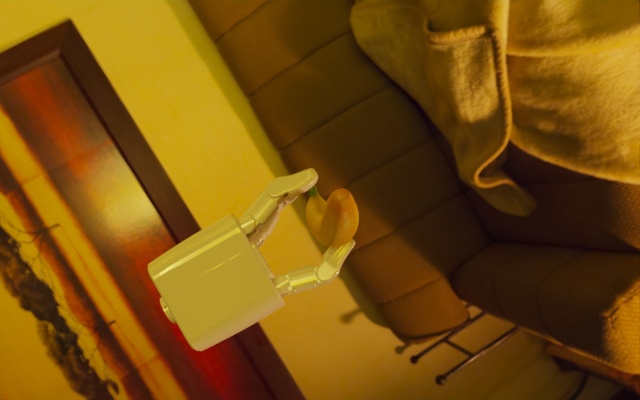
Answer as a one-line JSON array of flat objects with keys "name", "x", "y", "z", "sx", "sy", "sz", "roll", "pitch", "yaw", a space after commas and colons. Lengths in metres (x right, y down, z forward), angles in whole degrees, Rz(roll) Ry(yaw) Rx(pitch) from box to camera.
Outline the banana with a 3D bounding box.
[{"name": "banana", "x": 0.008, "y": 0.018, "z": 0.505, "sx": 0.037, "sy": 0.069, "sz": 0.198, "roll": -27, "pitch": 9, "yaw": -9}]
